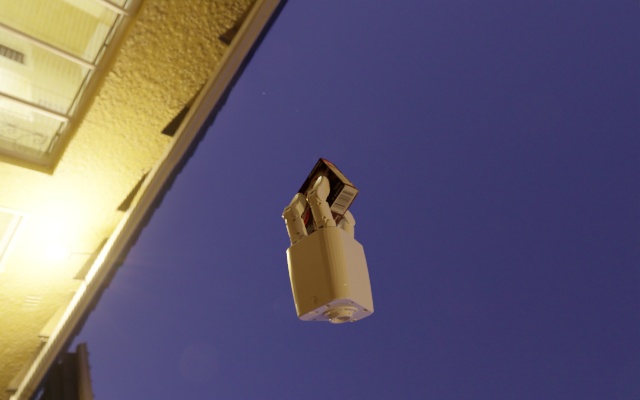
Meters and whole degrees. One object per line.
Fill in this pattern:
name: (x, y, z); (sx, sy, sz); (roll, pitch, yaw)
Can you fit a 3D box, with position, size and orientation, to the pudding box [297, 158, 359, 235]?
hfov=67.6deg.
pudding box: (0.000, 0.003, 0.758); (0.039, 0.113, 0.090); (24, 18, -40)
